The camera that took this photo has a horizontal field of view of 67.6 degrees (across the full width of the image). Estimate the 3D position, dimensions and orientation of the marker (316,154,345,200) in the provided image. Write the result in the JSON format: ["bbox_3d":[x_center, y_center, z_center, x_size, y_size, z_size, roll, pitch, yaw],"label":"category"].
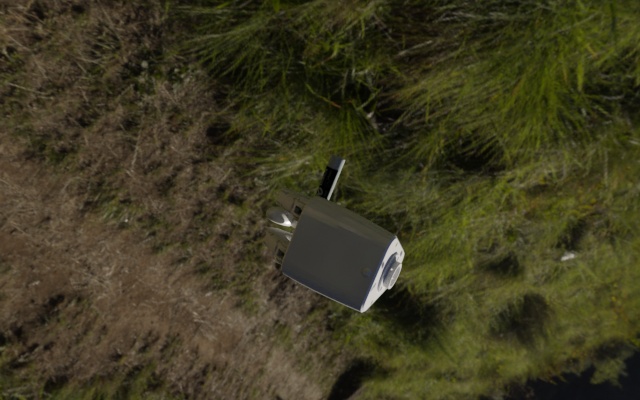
[{"bbox_3d":[0.000,0.002,0.594,0.020,0.121,0.020,21,8,-3],"label":"marker"}]
